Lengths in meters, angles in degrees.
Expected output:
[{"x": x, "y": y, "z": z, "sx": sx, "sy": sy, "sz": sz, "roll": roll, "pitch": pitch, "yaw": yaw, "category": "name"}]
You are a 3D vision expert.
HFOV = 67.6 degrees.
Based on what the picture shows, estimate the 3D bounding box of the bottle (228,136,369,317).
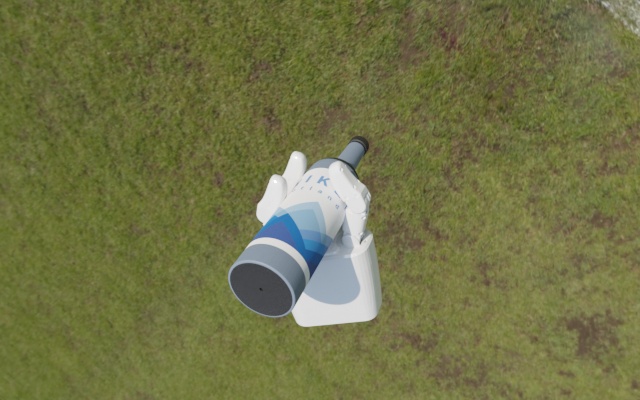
[{"x": 0.000, "y": 0.002, "z": 0.535, "sx": 0.069, "sy": 0.069, "sz": 0.295, "roll": 0, "pitch": 32, "yaw": 25, "category": "bottle"}]
